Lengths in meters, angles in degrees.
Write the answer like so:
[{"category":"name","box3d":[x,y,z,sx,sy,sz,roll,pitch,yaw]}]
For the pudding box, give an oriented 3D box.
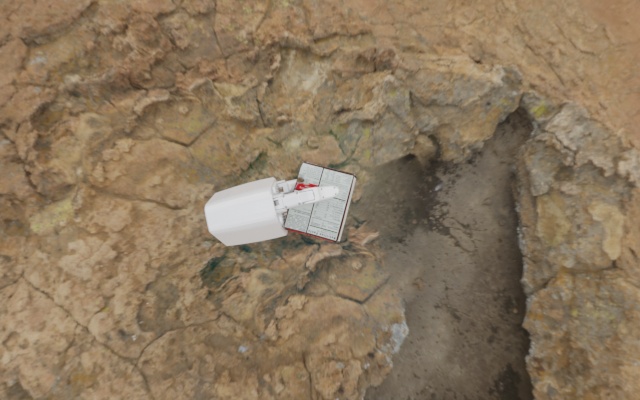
[{"category":"pudding box","box3d":[0.000,0.002,0.754,0.090,0.113,0.039,15,-1,7]}]
